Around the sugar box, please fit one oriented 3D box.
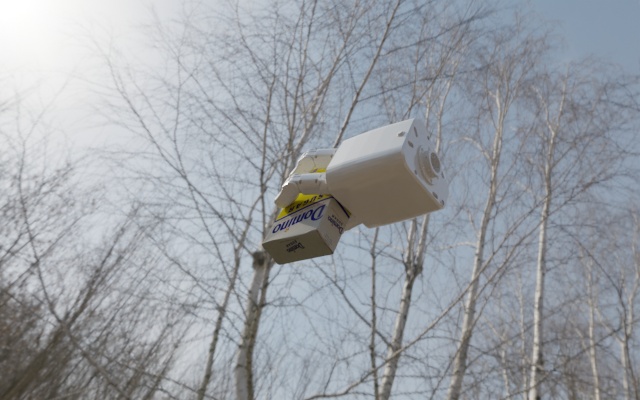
[{"bbox_3d":[0.000,0.002,0.630,0.093,0.048,0.176,-17,29,36],"label":"sugar box"}]
